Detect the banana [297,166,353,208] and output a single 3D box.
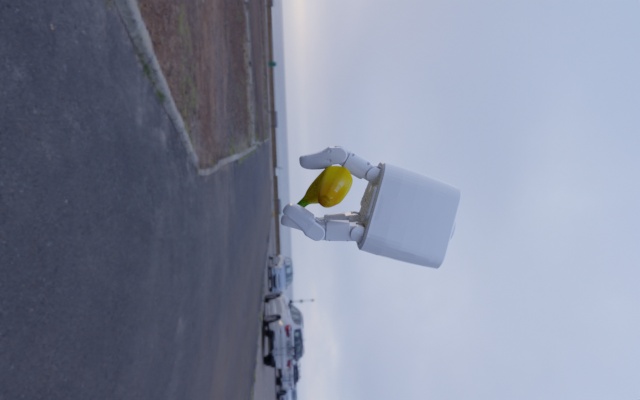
[{"bbox_3d":[0.010,-0.013,0.584,0.037,0.069,0.198,35,-9,-5],"label":"banana"}]
